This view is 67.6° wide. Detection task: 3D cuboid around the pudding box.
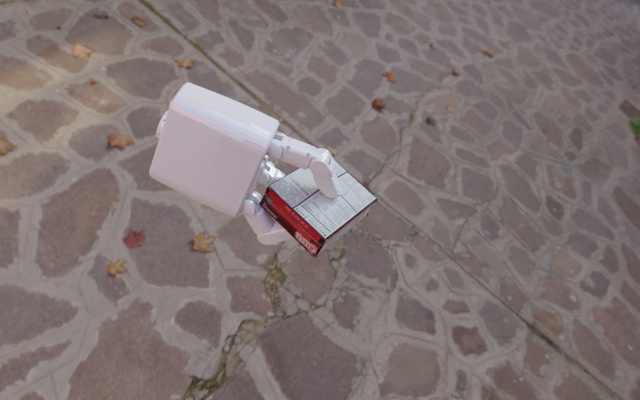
[{"bbox_3d":[0.000,0.002,0.551,0.113,0.090,0.039,-35,-17,-42],"label":"pudding box"}]
